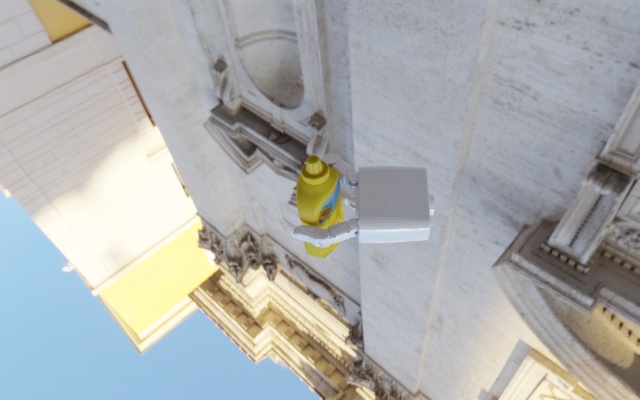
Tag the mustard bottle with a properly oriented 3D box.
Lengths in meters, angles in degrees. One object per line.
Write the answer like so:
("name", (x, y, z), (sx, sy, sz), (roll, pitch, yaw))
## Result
("mustard bottle", (0.000, 0.003, 0.749), (0.058, 0.096, 0.192), (18, -35, 21))
